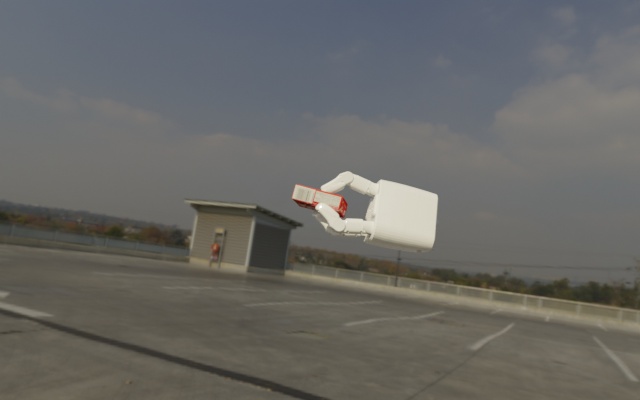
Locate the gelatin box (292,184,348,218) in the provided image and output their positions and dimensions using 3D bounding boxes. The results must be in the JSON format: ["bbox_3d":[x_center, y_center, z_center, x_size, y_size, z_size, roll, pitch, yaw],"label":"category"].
[{"bbox_3d":[0.000,0.002,0.843,0.089,0.030,0.073,15,-8,11],"label":"gelatin box"}]
